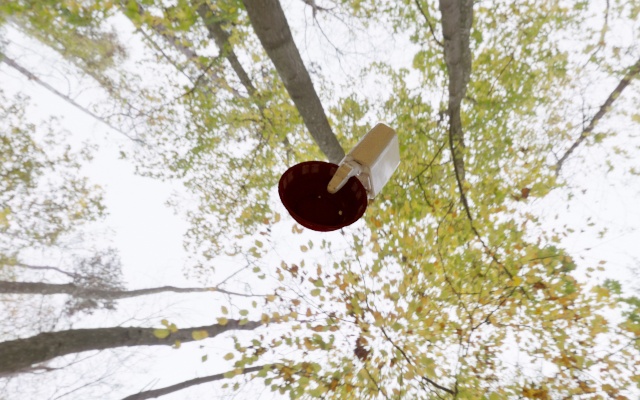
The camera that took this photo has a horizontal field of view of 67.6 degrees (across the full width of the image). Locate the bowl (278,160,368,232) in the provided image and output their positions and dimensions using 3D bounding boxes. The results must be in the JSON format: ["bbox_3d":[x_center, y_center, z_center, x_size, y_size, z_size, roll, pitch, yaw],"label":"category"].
[{"bbox_3d":[-0.001,0.004,0.856,0.162,0.162,0.055,0,-41,-15],"label":"bowl"}]
